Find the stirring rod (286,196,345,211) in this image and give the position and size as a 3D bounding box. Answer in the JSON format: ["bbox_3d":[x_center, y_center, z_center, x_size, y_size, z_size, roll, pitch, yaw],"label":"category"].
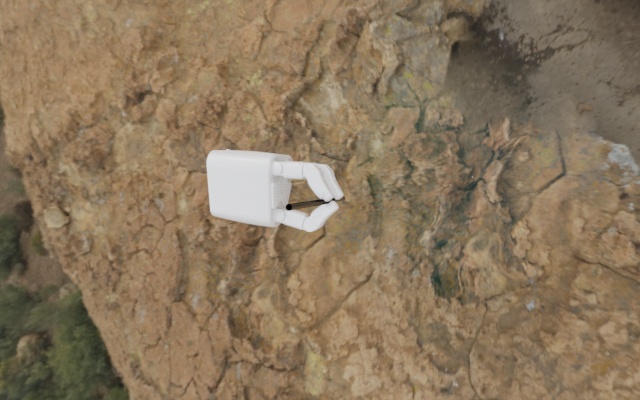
[{"bbox_3d":[0.000,0.002,0.661,0.011,0.011,0.239,0,3,18],"label":"stirring rod"}]
